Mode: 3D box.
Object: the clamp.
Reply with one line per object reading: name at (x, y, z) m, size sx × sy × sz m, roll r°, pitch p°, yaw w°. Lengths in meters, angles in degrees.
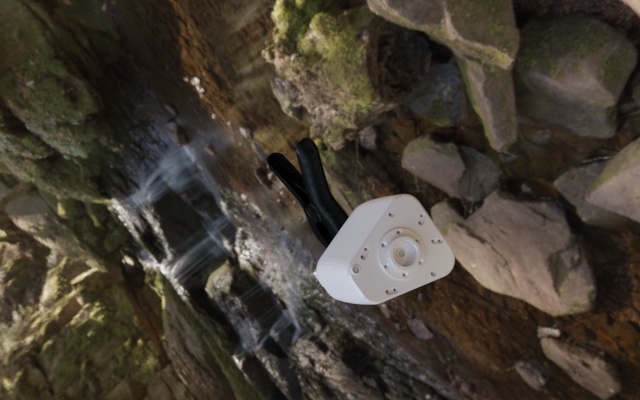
clamp at (0.000, 0.002, 0.572) m, size 0.039 × 0.171 × 0.120 m, roll -36°, pitch 3°, yaw -16°
